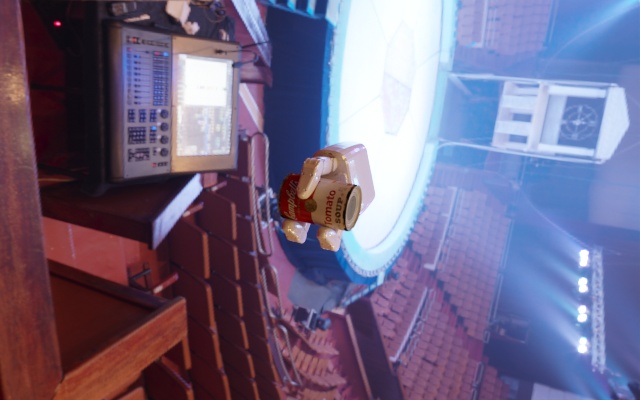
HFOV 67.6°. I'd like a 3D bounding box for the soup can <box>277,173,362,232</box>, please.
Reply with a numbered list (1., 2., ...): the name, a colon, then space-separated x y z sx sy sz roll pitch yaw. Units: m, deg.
1. soup can: 0.000 0.002 0.672 0.102 0.068 0.068 11 4 22
